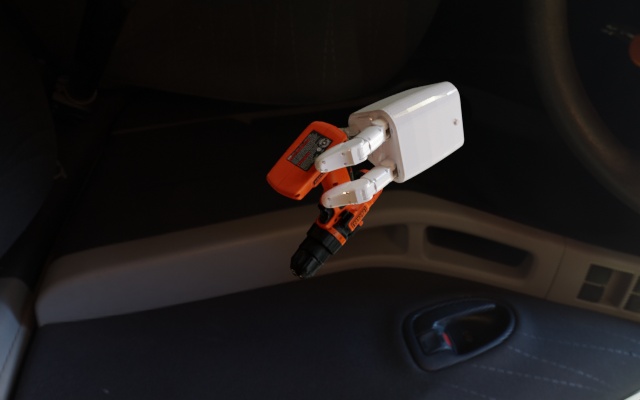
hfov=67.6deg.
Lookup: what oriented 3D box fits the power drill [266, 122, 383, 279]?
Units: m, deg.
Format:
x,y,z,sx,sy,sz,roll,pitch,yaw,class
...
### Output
x,y,z,sx,sy,sz,roll,pitch,yaw,class
0.000,0.002,0.624,0.057,0.184,0.188,31,-14,30,power drill
